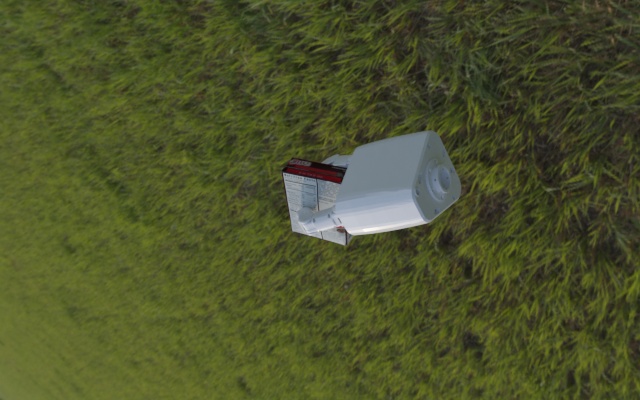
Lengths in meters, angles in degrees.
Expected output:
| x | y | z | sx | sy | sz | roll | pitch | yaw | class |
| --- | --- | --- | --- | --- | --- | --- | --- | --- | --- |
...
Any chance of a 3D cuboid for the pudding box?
| x | y | z | sx | sy | sz | roll | pitch | yaw | class |
| --- | --- | --- | --- | --- | --- | --- | --- | --- | --- |
| 0.000 | 0.002 | 0.644 | 0.090 | 0.114 | 0.039 | 14 | 42 | 22 | pudding box |
